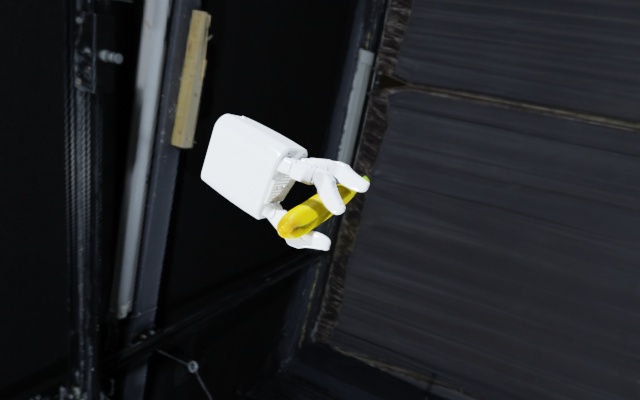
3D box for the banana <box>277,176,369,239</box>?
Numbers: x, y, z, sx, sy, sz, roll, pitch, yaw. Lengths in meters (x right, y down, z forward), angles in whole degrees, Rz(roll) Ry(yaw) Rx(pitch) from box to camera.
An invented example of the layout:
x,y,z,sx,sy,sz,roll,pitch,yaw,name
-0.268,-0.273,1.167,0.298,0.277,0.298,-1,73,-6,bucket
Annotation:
x,y,z,sx,sy,sz,roll,pitch,yaw,name
-0.008,0.012,0.638,0.197,0.037,0.070,-34,-12,-50,banana
